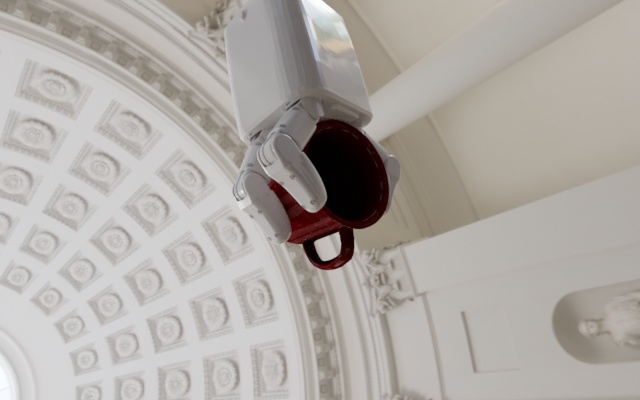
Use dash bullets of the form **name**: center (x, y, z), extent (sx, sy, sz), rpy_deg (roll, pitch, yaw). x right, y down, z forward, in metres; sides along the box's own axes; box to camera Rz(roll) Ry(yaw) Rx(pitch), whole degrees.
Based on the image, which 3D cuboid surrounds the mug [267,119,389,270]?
- **mug**: center (0.000, 0.003, 0.407), extent (0.093, 0.117, 0.081), rpy_deg (-1, -17, -41)
